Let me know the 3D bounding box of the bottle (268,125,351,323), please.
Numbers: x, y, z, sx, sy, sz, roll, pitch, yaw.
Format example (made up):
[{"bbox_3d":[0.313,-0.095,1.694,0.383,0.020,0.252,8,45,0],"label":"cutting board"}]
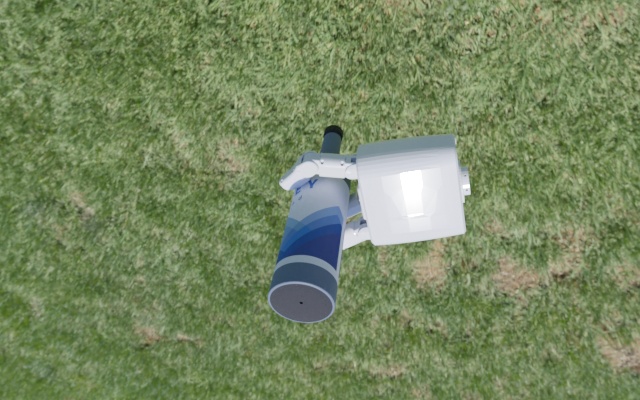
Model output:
[{"bbox_3d":[0.000,0.002,0.570,0.069,0.069,0.295,0,42,10],"label":"bottle"}]
